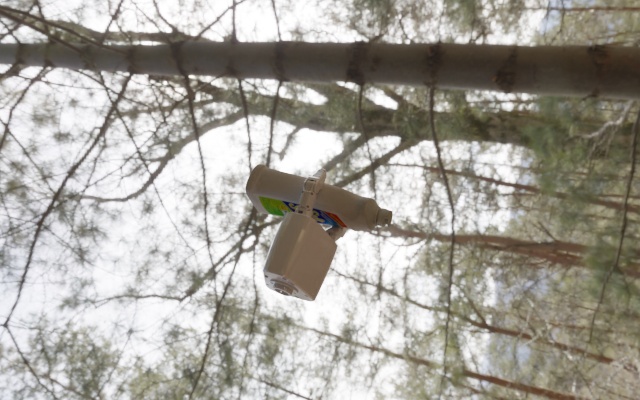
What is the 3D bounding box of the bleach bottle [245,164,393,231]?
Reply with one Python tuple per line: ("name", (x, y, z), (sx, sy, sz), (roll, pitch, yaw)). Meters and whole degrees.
("bleach bottle", (0.000, 0.003, 0.833), (0.251, 0.068, 0.103), (11, -27, 22))
